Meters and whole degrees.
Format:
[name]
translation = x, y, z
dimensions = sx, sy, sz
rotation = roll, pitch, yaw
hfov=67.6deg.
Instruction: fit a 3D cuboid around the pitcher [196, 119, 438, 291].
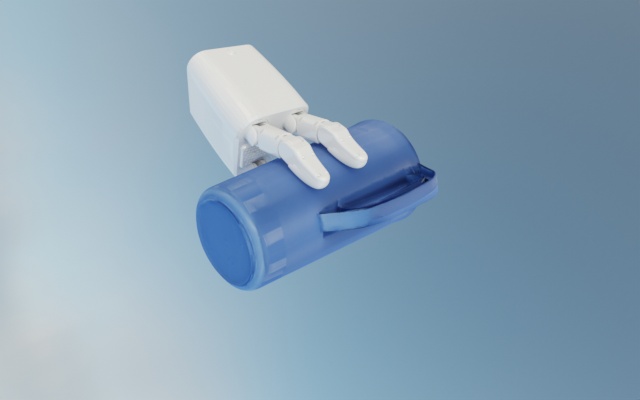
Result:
[pitcher]
translation = 0.000, 0.002, 0.519
dimensions = 0.242, 0.145, 0.149
rotation = -25, -21, -39
